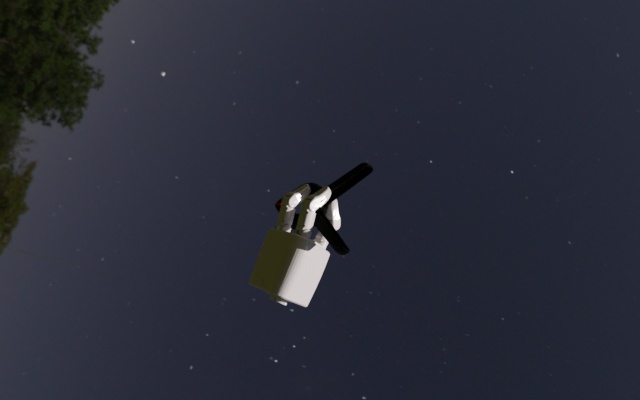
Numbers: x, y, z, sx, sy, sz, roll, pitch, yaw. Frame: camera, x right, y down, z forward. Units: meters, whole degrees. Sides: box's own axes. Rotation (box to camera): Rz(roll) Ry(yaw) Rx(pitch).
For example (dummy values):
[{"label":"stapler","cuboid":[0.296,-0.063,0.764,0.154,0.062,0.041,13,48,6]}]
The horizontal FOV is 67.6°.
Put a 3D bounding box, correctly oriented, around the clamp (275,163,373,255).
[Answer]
[{"label":"clamp","cuboid":[0.000,0.003,0.861,0.210,0.164,0.036,9,-18,47]}]
